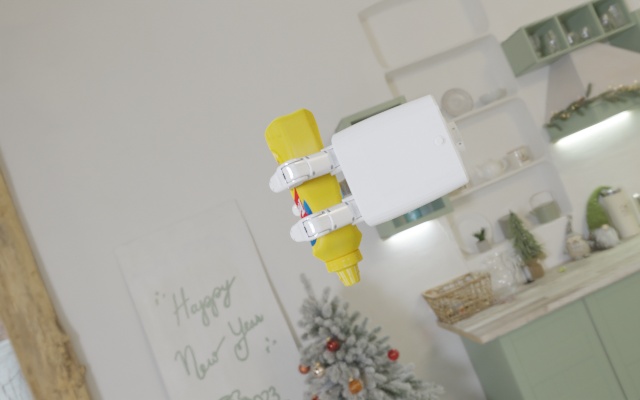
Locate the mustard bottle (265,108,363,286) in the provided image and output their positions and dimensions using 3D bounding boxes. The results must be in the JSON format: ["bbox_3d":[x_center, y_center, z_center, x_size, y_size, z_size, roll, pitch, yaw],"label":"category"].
[{"bbox_3d":[0.000,0.002,0.524,0.058,0.191,0.096,-22,-3,-10],"label":"mustard bottle"}]
